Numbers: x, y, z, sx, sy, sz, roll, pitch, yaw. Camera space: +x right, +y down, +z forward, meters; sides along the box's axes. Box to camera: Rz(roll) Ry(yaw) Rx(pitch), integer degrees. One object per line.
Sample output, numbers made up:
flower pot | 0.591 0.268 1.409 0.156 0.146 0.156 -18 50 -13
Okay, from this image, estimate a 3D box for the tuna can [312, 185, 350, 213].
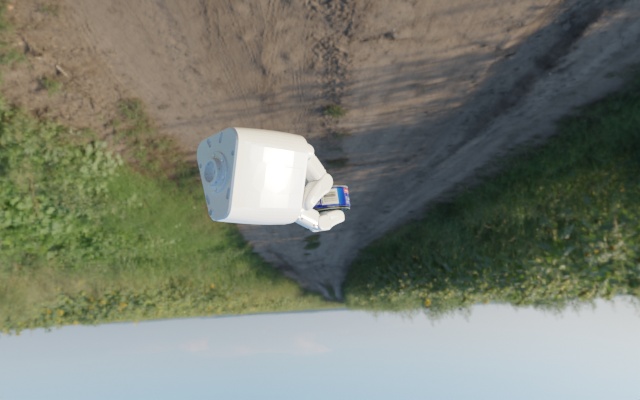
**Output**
tuna can | 0.000 0.003 0.700 0.086 0.033 0.086 -8 -8 -1
